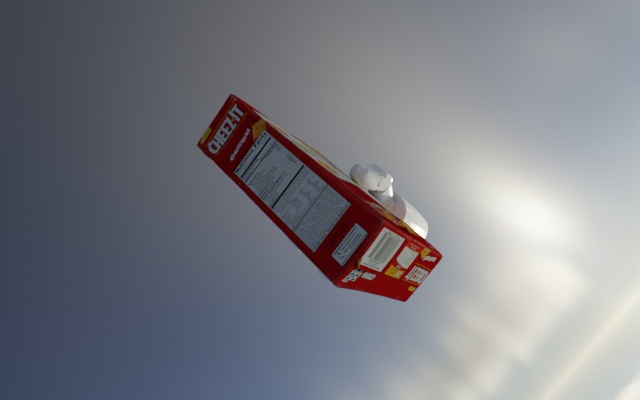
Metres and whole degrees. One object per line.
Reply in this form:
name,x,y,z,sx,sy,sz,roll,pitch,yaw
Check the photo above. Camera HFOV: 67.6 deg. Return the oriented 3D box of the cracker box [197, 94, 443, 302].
cracker box,0.000,0.002,0.473,0.213,0.072,0.164,41,7,32
